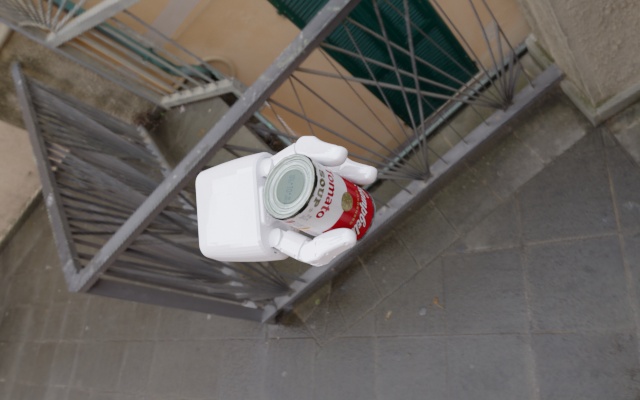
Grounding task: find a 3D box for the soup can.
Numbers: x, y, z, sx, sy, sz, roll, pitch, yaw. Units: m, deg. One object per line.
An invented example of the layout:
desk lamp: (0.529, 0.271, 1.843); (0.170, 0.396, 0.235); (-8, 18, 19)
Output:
soup can: (0.000, 0.002, 0.481); (0.068, 0.068, 0.102); (0, -18, 40)
